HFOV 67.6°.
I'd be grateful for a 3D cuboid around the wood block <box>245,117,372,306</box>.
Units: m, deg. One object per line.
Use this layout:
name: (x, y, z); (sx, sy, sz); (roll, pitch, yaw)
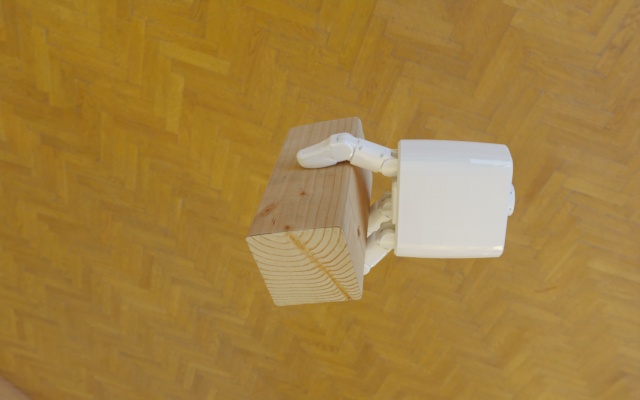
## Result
wood block: (0.000, 0.001, 0.512); (0.090, 0.091, 0.206); (-7, 34, 14)
